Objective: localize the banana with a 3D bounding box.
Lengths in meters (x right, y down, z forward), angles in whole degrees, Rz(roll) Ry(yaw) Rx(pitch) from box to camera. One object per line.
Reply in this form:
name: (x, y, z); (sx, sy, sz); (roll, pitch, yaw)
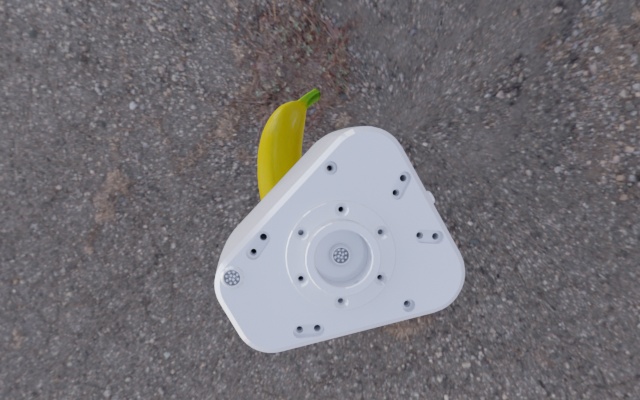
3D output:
banana: (-0.018, 0.000, 0.413); (0.069, 0.198, 0.037); (-6, 0, -20)
